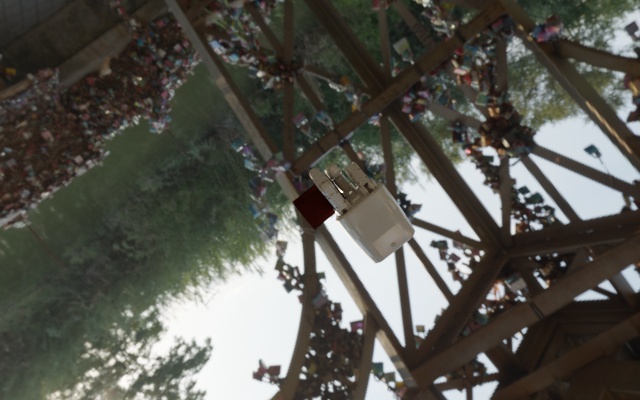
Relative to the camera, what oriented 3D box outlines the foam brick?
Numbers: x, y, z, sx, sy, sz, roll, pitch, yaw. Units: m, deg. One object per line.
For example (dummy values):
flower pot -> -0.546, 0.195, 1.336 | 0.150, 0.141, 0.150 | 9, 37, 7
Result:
foam brick -> 0.000, 0.003, 0.818 | 0.078, 0.051, 0.053 | -39, 17, 1
